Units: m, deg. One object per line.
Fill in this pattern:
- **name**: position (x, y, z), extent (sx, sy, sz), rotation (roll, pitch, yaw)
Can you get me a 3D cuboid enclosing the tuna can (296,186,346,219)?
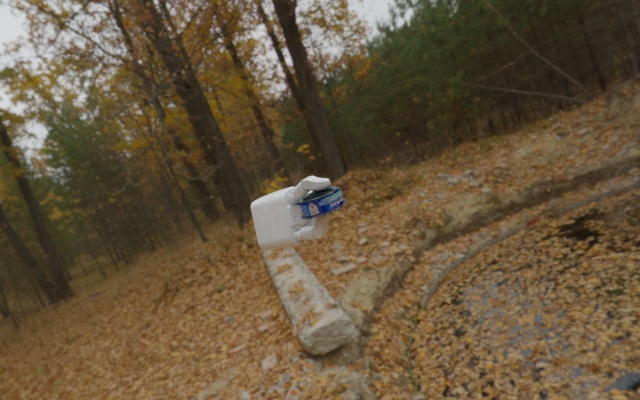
- **tuna can**: position (0.000, 0.002, 0.872), extent (0.086, 0.034, 0.086), rotation (-19, 10, 4)
